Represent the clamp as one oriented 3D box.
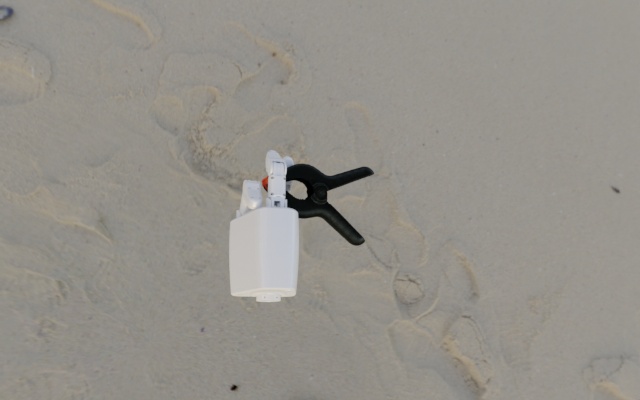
[{"bbox_3d":[0.000,0.002,0.690,0.171,0.120,0.039,4,-17,-18],"label":"clamp"}]
